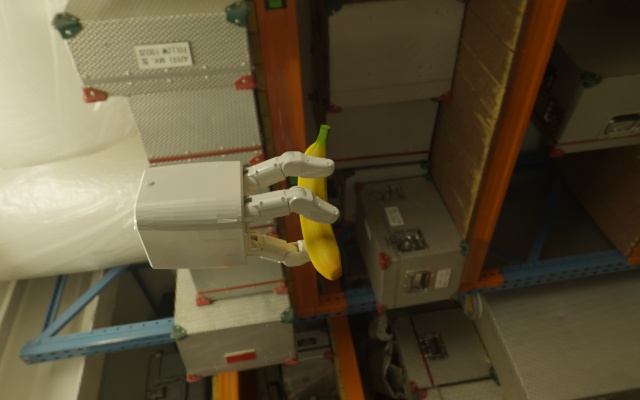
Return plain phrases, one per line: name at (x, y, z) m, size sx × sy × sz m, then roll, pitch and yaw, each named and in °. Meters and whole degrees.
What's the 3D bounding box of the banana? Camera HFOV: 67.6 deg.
banana at (-0.004, 0.008, 0.557) m, size 0.037 × 0.197 × 0.070 m, roll 1°, pitch -30°, yaw -12°
